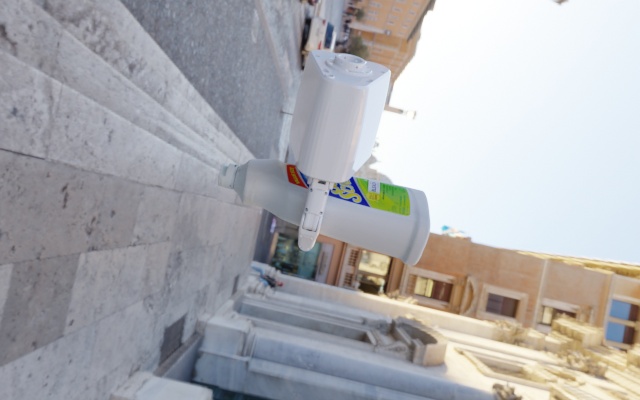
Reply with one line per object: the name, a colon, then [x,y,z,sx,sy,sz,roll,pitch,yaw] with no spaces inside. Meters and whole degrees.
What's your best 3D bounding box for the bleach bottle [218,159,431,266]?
bleach bottle: [0.000,0.002,0.576,0.251,0.068,0.102,14,32,-1]
